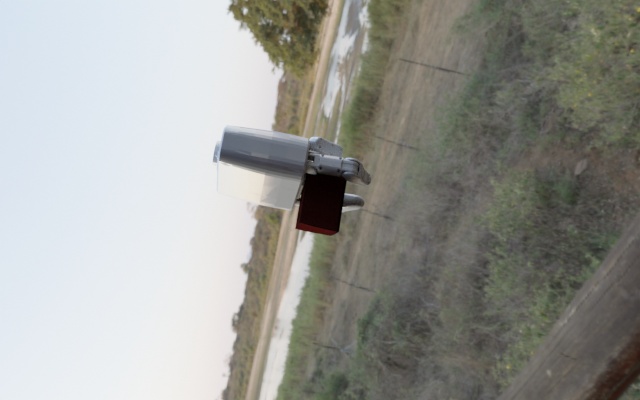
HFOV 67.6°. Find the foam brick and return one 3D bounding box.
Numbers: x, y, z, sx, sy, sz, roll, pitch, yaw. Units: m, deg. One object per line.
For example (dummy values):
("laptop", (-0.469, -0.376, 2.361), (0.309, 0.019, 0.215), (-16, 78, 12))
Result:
("foam brick", (0.000, 0.002, 0.618), (0.051, 0.078, 0.053), (11, -14, -8))
